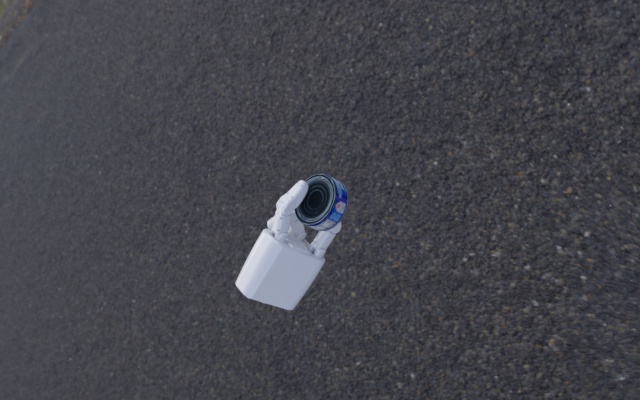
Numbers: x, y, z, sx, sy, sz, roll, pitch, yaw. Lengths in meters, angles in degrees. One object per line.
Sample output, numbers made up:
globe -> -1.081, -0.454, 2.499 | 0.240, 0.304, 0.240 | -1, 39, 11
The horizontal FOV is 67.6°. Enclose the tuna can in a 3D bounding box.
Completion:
tuna can -> 0.000, 0.002, 0.743 | 0.086, 0.086, 0.034 | 0, -17, 41
